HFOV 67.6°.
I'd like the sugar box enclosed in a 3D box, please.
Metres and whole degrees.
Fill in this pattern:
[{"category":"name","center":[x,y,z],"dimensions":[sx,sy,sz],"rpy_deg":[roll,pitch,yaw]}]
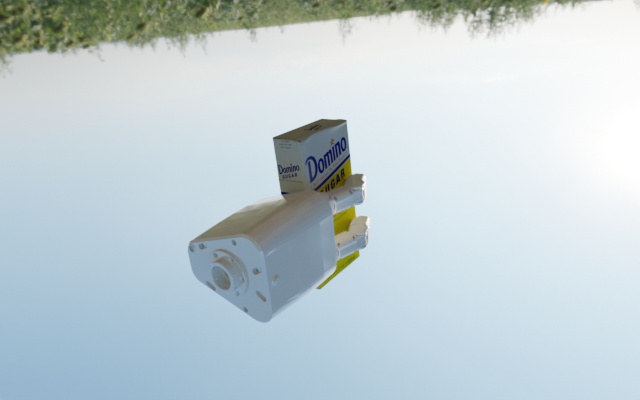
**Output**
[{"category":"sugar box","center":[0.000,0.002,0.551],"dimensions":[0.048,0.176,0.093],"rpy_deg":[10,27,33]}]
